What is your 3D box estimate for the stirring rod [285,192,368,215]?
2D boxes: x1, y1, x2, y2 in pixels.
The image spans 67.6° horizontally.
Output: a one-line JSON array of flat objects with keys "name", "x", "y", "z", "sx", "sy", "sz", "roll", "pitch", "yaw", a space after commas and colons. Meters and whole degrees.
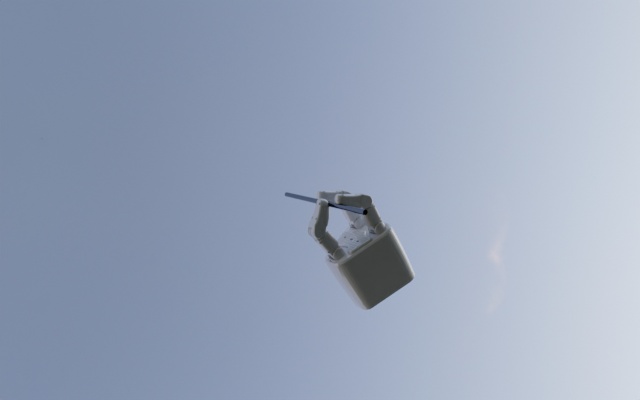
[{"name": "stirring rod", "x": 0.000, "y": 0.003, "z": 0.745, "sx": 0.011, "sy": 0.011, "sz": 0.239, "roll": 0, "pitch": 6, "yaw": -30}]
